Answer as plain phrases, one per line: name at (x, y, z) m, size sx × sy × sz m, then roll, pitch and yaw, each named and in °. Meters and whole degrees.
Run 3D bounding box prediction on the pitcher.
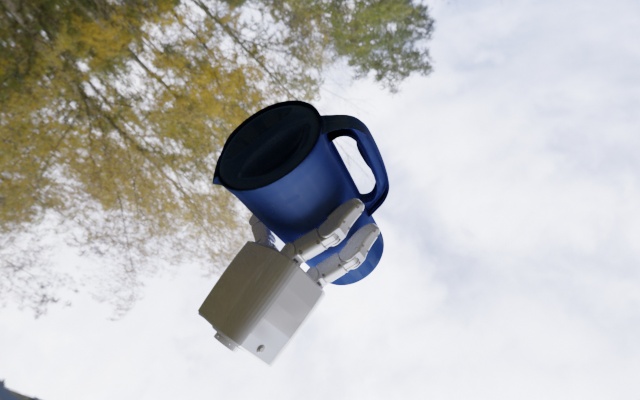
pitcher at (0.000, 0.002, 0.592) m, size 0.149 × 0.145 × 0.243 m, roll 22°, pitch -22°, yaw 43°
